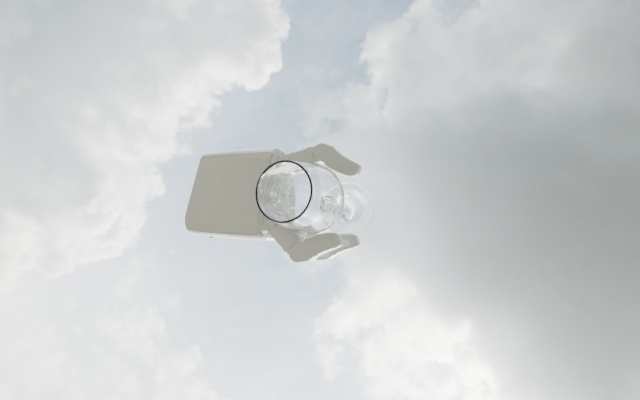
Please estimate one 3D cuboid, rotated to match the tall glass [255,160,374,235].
[{"bbox_3d":[0.000,0.002,0.553,0.079,0.079,0.201,0,-6,21],"label":"tall glass"}]
